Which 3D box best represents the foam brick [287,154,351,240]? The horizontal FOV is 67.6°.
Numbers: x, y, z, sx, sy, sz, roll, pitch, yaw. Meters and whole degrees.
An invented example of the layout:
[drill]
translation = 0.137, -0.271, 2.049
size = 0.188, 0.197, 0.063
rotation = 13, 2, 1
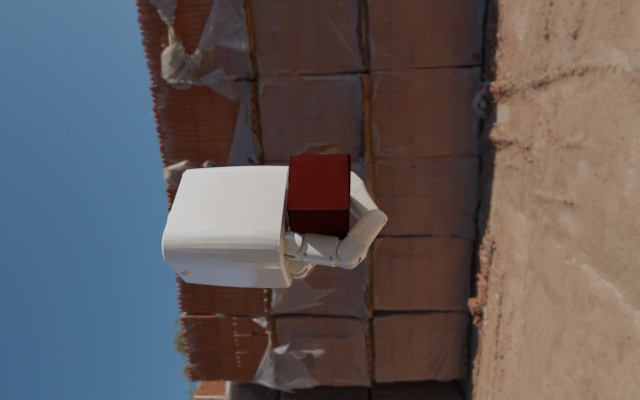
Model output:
[foam brick]
translation = 0.000, 0.001, 0.416
size = 0.051, 0.053, 0.078
rotation = 1, -26, 3
